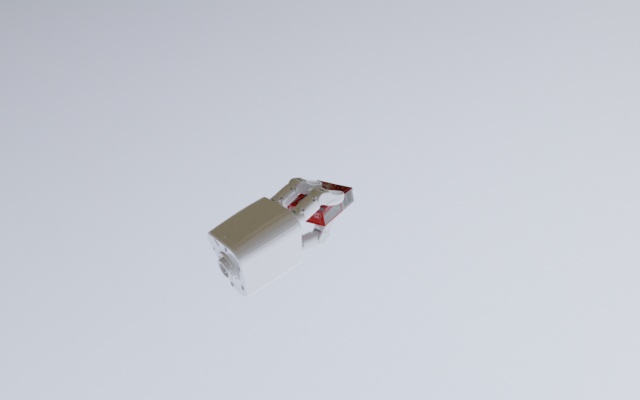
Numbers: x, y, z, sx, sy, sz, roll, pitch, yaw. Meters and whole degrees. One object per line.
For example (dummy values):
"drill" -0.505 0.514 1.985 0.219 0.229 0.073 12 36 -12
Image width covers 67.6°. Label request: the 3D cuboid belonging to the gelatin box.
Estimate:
"gelatin box" 0.000 0.003 0.778 0.073 0.030 0.089 14 37 36
